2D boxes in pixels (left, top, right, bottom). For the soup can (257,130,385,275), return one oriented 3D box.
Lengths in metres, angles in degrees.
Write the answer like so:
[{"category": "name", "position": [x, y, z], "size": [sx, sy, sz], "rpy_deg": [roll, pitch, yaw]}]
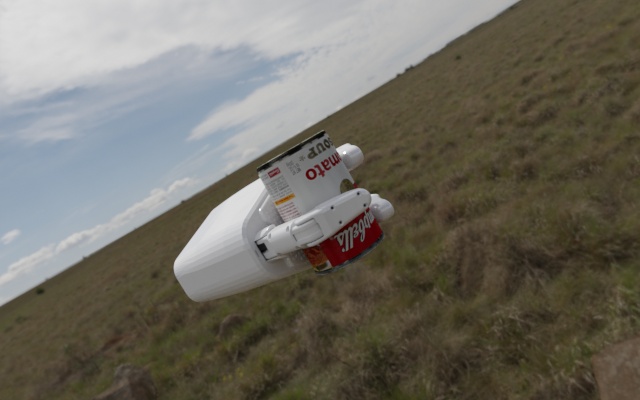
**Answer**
[{"category": "soup can", "position": [0.000, 0.001, 0.401], "size": [0.068, 0.102, 0.068], "rpy_deg": [-29, 7, 4]}]
